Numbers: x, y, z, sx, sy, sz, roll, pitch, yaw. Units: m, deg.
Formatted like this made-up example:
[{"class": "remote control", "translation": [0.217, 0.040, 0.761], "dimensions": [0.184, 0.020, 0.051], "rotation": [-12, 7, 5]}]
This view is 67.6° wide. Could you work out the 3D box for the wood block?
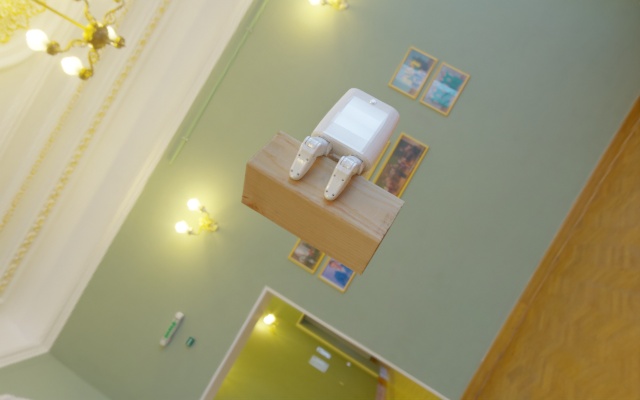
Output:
[{"class": "wood block", "translation": [0.000, 0.002, 0.682], "dimensions": [0.206, 0.090, 0.091], "rotation": [31, -39, 10]}]
